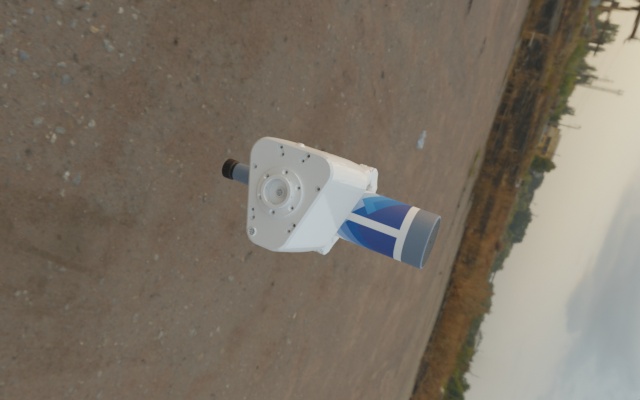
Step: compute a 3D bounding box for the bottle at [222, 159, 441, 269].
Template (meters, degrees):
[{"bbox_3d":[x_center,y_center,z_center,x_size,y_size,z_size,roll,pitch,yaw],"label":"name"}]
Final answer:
[{"bbox_3d":[0.000,0.002,0.610,0.295,0.069,0.069,20,7,21],"label":"bottle"}]
